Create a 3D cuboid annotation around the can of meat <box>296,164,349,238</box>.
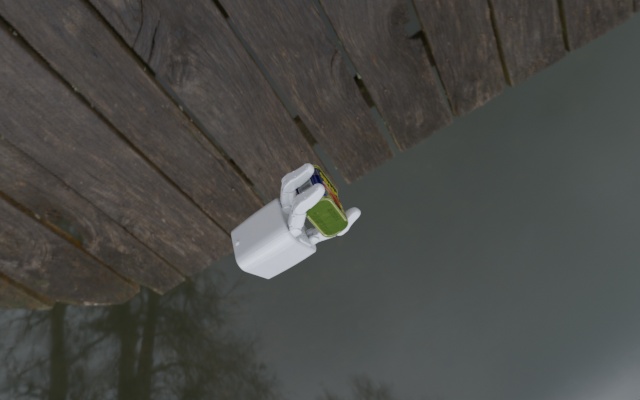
[{"bbox_3d":[0.000,0.003,0.812,0.057,0.084,0.102,-30,-45,9],"label":"can of meat"}]
